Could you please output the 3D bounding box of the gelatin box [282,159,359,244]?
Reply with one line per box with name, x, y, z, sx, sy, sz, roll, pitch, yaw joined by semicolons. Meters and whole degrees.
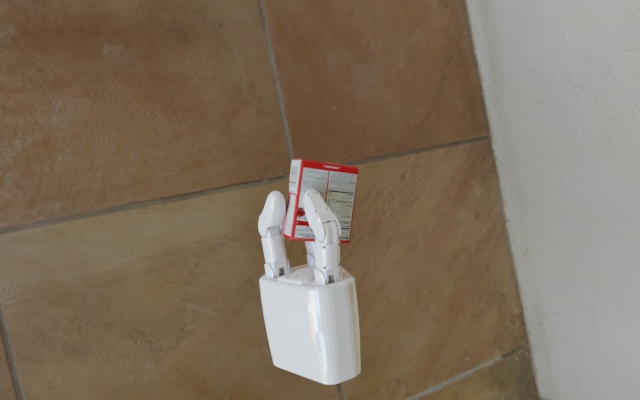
gelatin box;0.000;0.001;0.532;0.073;0.089;0.030;5;4;-27
